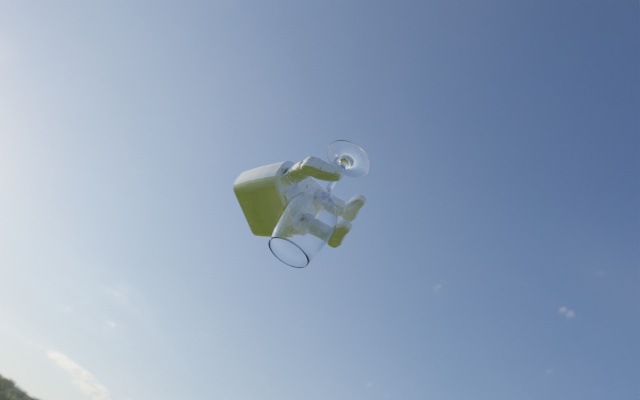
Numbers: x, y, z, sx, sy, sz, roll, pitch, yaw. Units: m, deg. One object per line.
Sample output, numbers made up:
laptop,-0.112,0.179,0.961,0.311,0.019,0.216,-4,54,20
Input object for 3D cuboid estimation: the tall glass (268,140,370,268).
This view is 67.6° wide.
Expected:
tall glass,0.000,0.002,0.693,0.079,0.079,0.201,0,43,37
